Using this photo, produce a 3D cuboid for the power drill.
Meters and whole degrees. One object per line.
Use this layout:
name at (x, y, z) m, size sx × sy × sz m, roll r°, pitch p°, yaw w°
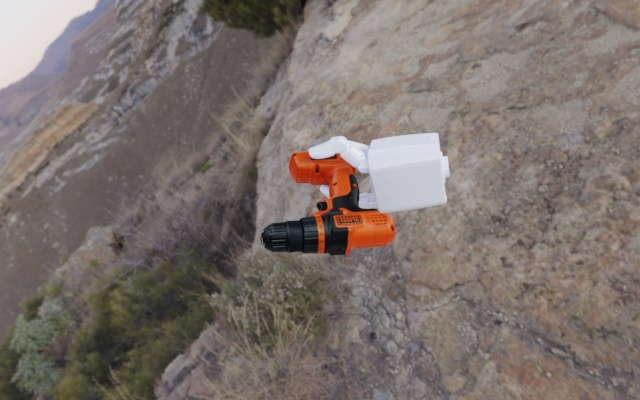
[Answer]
power drill at (0.000, 0.002, 0.701) m, size 0.184 × 0.057 × 0.187 m, roll -2°, pitch 43°, yaw -10°
